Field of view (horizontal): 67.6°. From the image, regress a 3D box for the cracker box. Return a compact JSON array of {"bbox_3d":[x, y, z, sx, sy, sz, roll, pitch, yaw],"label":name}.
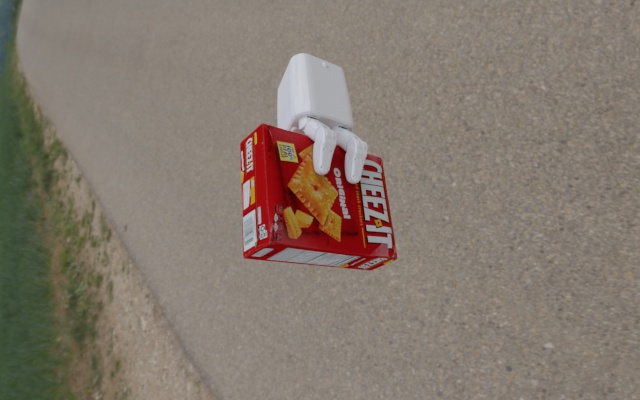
[{"bbox_3d":[0.000,0.002,0.654,0.214,0.164,0.072,11,-27,-35],"label":"cracker box"}]
